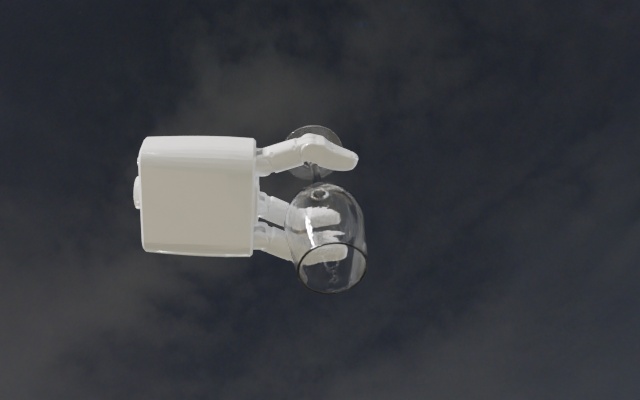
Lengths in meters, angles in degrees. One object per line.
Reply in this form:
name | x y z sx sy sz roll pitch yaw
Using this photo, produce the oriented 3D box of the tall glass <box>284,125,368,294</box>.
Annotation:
tall glass | 0.000 0.001 0.490 0.079 0.079 0.201 0 36 -8
